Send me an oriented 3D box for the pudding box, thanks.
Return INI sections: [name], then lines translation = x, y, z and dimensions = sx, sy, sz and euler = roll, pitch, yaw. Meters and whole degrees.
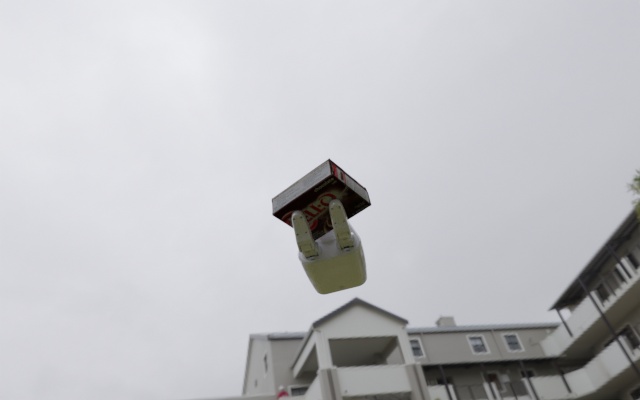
[pudding box]
translation = 0.000, 0.002, 0.679
dimensions = 0.113, 0.039, 0.090
euler = -35, -47, 23
